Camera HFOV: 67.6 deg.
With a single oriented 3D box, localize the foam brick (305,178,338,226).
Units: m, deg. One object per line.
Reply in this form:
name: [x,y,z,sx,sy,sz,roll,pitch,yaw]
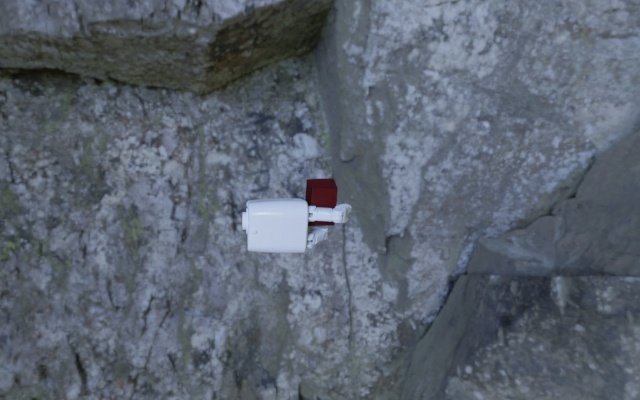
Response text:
foam brick: [0.000,0.003,0.894,0.051,0.078,0.053,1,20,-10]
